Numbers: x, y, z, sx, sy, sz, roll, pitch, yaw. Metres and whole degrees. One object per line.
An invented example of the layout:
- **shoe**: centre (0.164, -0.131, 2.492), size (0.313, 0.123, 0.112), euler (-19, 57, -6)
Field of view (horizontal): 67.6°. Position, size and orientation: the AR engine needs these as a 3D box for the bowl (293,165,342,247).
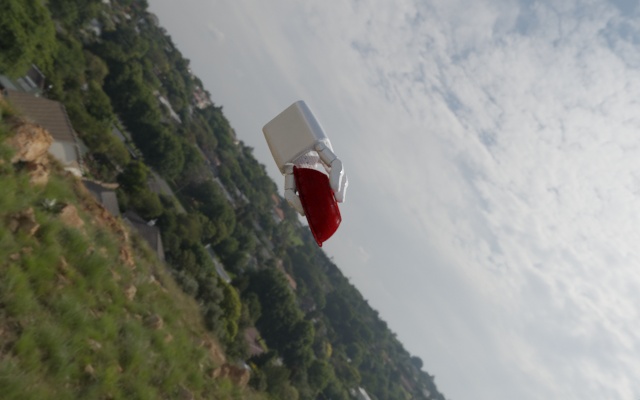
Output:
- **bowl**: centre (0.001, 0.004, 0.889), size (0.055, 0.162, 0.162), euler (-18, -1, 4)
